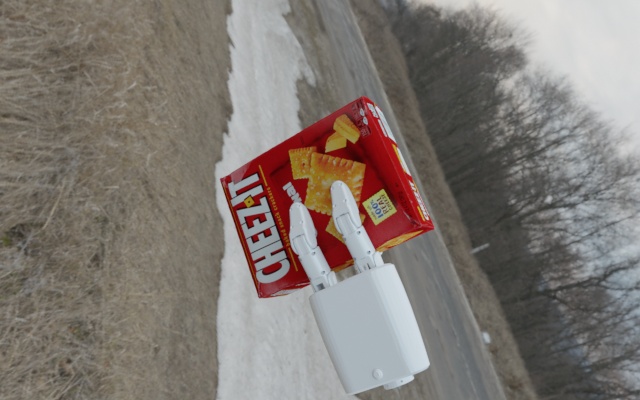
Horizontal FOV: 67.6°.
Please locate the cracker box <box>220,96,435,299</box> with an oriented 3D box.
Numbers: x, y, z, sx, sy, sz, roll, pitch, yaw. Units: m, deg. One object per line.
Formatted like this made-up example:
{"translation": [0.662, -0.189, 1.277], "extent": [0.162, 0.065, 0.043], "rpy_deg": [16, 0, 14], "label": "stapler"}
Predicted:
{"translation": [0.000, 0.002, 0.566], "extent": [0.214, 0.164, 0.072], "rpy_deg": [-27, -17, 20], "label": "cracker box"}
